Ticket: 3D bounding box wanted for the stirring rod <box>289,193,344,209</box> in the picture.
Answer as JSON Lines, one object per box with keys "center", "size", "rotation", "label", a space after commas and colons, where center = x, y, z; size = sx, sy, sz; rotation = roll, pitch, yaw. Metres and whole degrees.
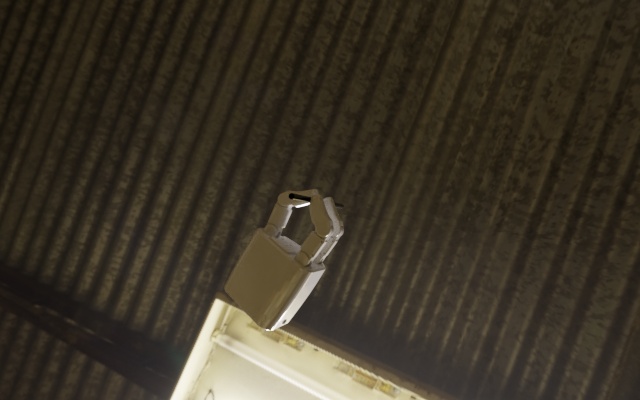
{"center": [0.000, 0.002, 0.708], "size": [0.011, 0.011, 0.239], "rotation": [0, -4, 18], "label": "stirring rod"}
